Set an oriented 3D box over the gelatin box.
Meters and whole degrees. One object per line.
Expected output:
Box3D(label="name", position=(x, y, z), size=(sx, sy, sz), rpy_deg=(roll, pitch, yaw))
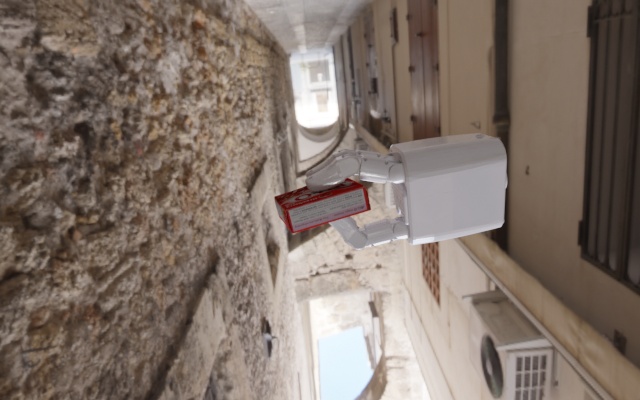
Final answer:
Box3D(label="gelatin box", position=(0.000, 0.002, 0.514), size=(0.089, 0.030, 0.073), rpy_deg=(-17, 15, -11))
